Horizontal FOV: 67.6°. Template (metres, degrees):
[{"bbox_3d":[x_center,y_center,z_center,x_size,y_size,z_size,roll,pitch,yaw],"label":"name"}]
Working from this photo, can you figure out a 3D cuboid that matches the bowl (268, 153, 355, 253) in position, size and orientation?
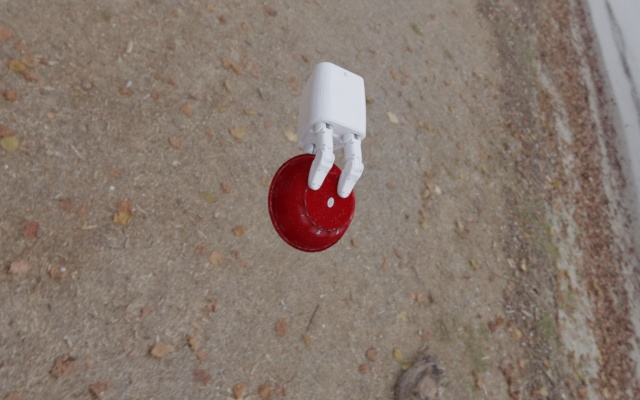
[{"bbox_3d":[0.000,0.004,0.755,0.162,0.162,0.055,0,-3,-33],"label":"bowl"}]
